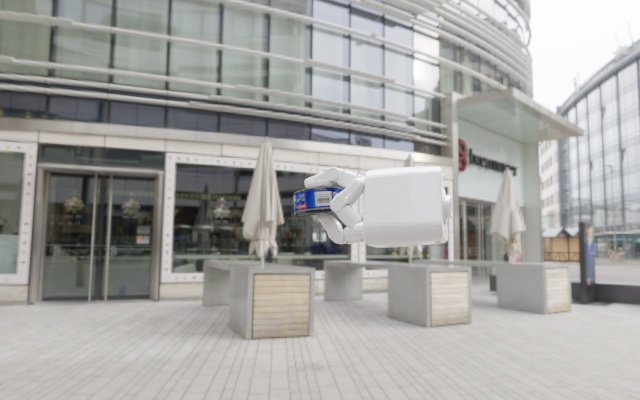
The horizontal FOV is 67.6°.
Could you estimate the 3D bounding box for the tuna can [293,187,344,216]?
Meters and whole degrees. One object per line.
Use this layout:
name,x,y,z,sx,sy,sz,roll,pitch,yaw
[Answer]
tuna can,0.000,0.002,0.750,0.086,0.033,0.086,-5,-7,-1
